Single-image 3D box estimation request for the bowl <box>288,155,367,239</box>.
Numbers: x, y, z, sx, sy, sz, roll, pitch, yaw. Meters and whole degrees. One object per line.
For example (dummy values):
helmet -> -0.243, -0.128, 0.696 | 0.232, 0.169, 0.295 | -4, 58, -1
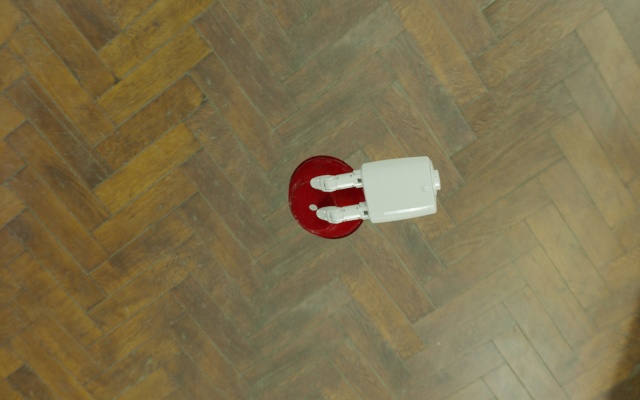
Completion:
bowl -> -0.001, 0.003, 0.859 | 0.162, 0.162, 0.055 | 0, 17, 28
